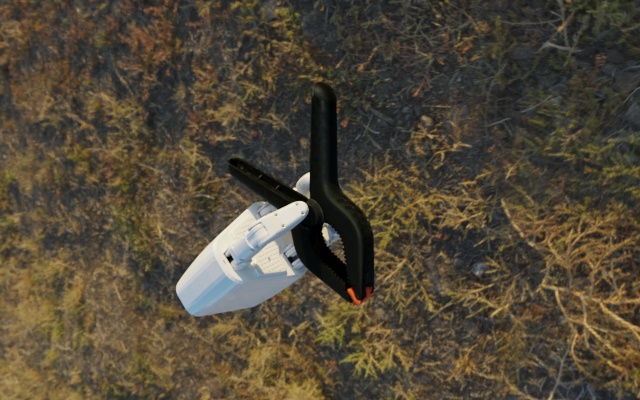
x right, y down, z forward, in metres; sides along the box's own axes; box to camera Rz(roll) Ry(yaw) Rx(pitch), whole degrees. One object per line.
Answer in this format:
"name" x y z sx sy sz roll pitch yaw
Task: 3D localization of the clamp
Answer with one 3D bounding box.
"clamp" 0.000 0.002 0.474 0.036 0.210 0.165 -22 -14 -49
